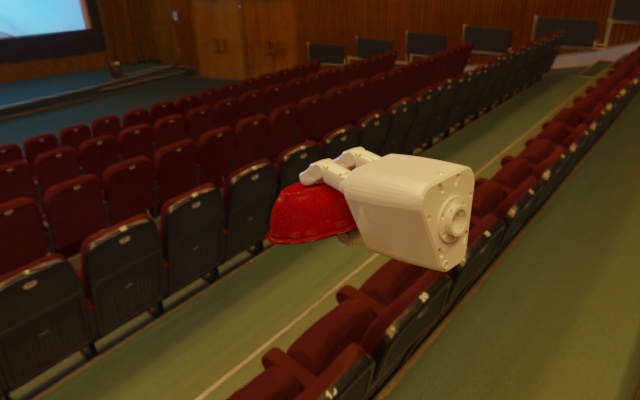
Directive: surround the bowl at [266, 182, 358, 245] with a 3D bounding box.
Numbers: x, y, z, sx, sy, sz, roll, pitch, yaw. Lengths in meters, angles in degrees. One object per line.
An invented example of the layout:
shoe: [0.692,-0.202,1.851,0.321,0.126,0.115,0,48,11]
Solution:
bowl: [-0.001,0.002,0.622,0.162,0.055,0.162,-15,11,3]
